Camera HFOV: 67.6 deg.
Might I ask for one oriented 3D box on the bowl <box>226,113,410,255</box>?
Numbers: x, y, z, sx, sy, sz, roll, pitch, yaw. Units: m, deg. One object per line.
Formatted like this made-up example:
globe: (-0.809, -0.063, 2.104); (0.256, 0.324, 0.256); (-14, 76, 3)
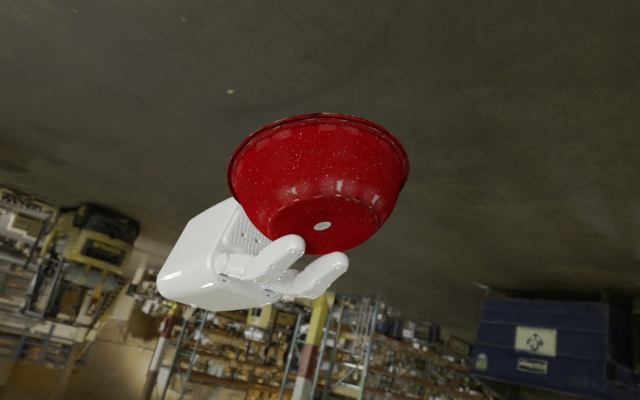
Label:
bowl: (0.001, 0.001, 0.409); (0.162, 0.055, 0.162); (-3, -36, -2)
